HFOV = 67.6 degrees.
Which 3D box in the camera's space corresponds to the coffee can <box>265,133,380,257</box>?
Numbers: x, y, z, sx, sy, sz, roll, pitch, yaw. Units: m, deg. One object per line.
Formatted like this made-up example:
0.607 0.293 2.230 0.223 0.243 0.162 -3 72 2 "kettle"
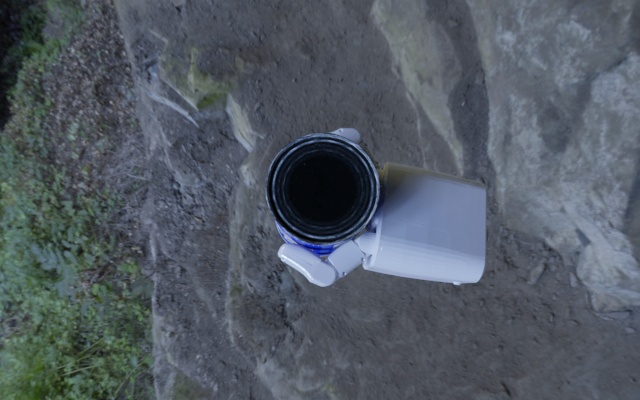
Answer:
0.000 0.002 0.490 0.103 0.102 0.140 0 -11 -2 "coffee can"
